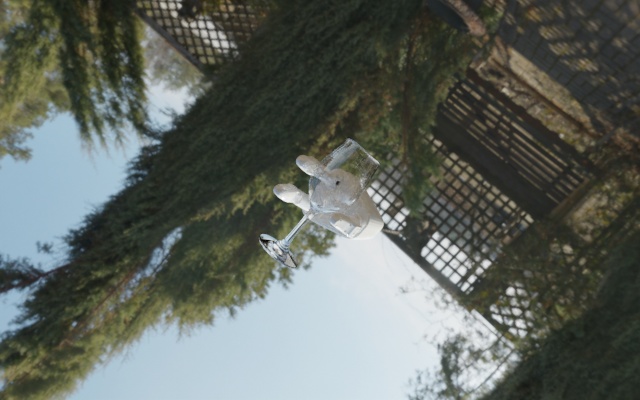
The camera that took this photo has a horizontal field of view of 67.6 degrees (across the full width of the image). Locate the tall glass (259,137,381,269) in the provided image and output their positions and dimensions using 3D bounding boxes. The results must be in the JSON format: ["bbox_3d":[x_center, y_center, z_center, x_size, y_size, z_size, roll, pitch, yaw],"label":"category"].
[{"bbox_3d":[0.000,0.003,0.703,0.079,0.201,0.079,39,10,-8],"label":"tall glass"}]
